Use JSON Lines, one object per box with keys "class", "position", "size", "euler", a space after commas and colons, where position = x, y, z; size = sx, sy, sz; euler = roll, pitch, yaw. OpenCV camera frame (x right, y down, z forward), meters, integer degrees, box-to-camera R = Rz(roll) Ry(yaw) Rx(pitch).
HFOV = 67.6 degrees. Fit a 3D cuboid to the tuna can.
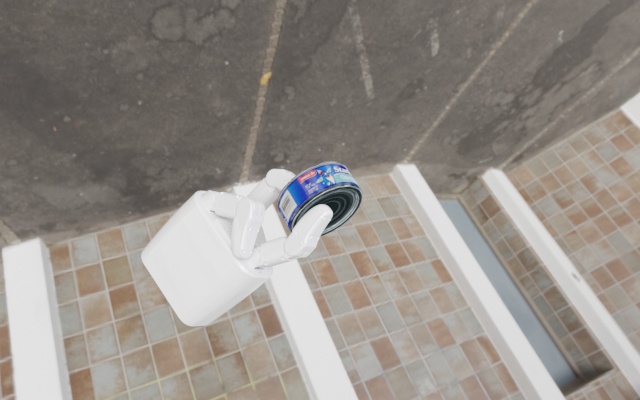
{"class": "tuna can", "position": [0.000, 0.002, 0.495], "size": [0.086, 0.033, 0.086], "euler": [-23, -31, -15]}
